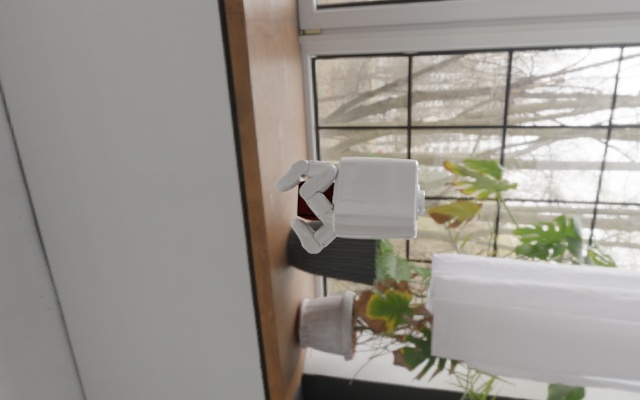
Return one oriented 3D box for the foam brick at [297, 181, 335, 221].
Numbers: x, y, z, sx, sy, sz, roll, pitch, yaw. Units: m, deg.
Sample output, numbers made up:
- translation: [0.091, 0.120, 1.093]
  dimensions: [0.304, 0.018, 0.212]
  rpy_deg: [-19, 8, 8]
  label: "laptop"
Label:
- translation: [0.000, 0.002, 0.709]
  dimensions: [0.051, 0.053, 0.078]
  rpy_deg: [1, -6, 13]
  label: "foam brick"
